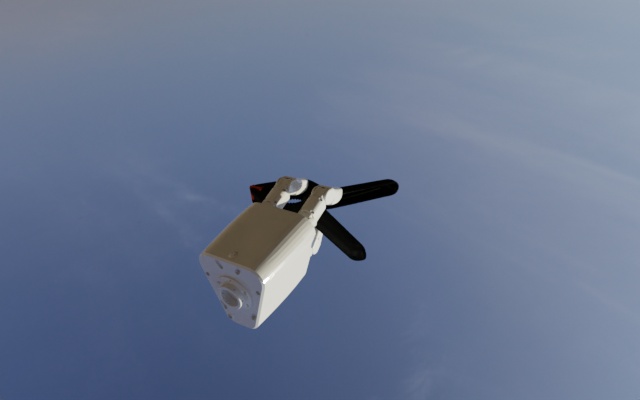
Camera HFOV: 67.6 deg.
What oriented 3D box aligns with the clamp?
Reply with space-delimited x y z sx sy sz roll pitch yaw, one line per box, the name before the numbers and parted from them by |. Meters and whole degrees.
clamp | 0.000 0.003 0.676 0.210 0.036 0.164 15 40 26
